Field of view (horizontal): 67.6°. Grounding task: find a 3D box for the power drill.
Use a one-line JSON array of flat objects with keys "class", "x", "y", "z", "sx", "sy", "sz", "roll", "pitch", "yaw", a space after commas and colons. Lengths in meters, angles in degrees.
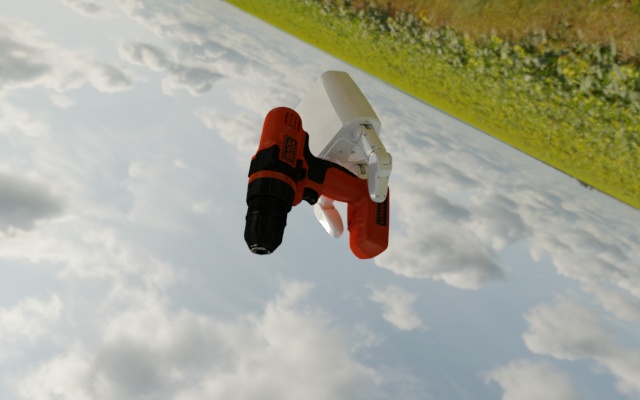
[{"class": "power drill", "x": 0.000, "y": 0.002, "z": 0.555, "sx": 0.188, "sy": 0.184, "sz": 0.057, "roll": 30, "pitch": -37, "yaw": -33}]
